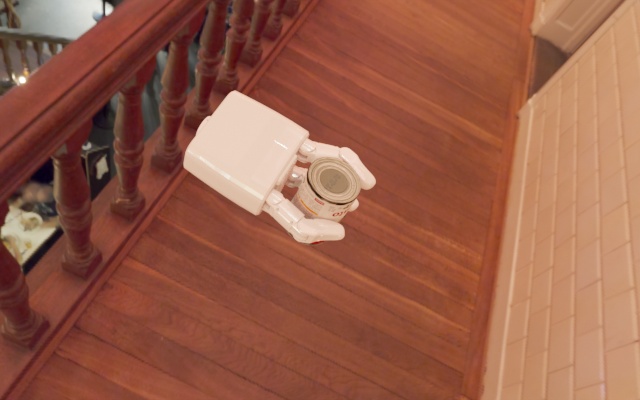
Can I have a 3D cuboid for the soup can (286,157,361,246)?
[{"bbox_3d":[0.001,0.002,0.585,0.068,0.068,0.102,0,-32,-23],"label":"soup can"}]
